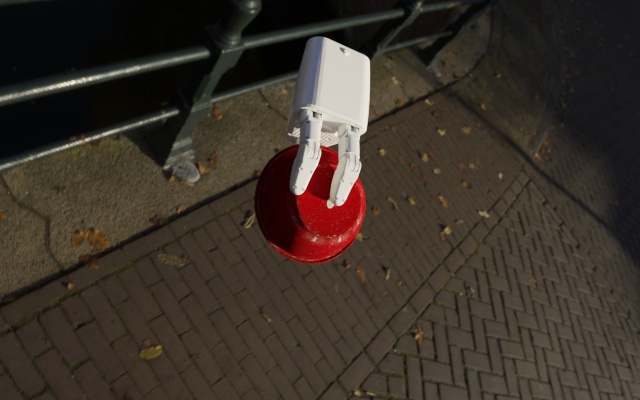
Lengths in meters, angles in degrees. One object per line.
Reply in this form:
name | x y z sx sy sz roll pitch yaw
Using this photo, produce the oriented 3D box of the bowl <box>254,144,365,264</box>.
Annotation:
bowl | 0.000 0.003 0.612 0.162 0.162 0.055 0 -3 -26
